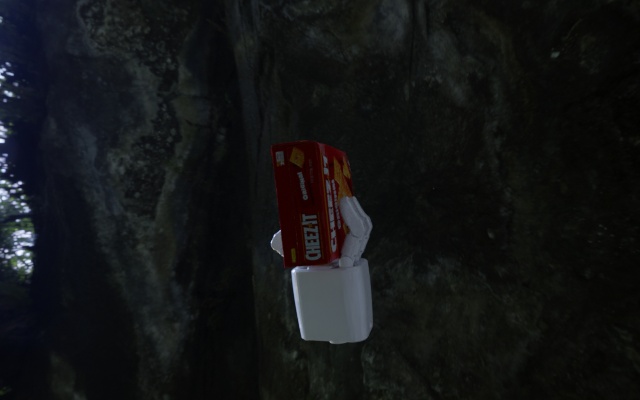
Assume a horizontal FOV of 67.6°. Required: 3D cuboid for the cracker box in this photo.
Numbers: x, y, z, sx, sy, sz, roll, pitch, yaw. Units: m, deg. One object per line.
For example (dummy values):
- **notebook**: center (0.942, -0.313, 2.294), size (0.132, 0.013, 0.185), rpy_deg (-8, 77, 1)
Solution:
- **cracker box**: center (0.000, 0.002, 0.717), size (0.072, 0.164, 0.213), rpy_deg (-7, 0, 13)
